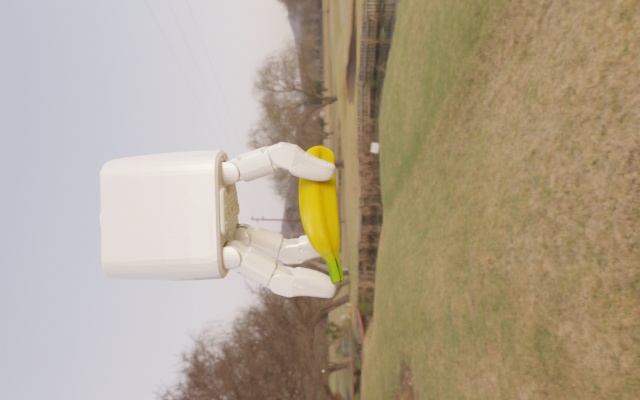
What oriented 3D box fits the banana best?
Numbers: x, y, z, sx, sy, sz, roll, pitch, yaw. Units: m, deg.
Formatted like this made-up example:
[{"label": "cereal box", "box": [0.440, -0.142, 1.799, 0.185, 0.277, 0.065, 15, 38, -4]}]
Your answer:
[{"label": "banana", "box": [-0.001, -0.011, 0.483, 0.037, 0.070, 0.197, -5, 39, 2]}]
